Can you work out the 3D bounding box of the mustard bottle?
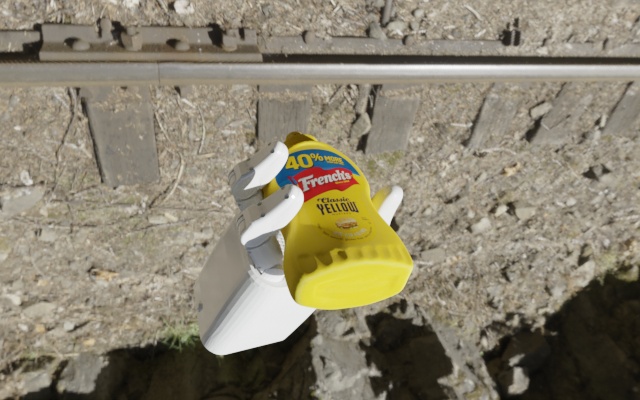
[{"bbox_3d":[0.000,0.001,0.418,0.096,0.058,0.191,-4,43,-19],"label":"mustard bottle"}]
